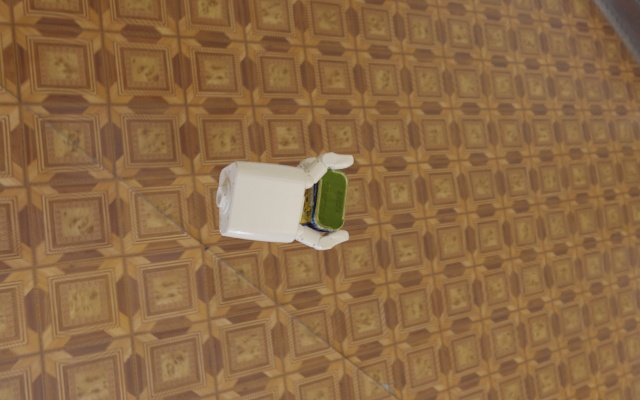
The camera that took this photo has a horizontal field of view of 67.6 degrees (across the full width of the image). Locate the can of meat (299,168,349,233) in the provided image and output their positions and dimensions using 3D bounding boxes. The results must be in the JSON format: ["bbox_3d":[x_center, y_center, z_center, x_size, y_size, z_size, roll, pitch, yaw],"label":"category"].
[{"bbox_3d":[0.000,0.003,0.773,0.057,0.102,0.084,11,-11,-25],"label":"can of meat"}]
